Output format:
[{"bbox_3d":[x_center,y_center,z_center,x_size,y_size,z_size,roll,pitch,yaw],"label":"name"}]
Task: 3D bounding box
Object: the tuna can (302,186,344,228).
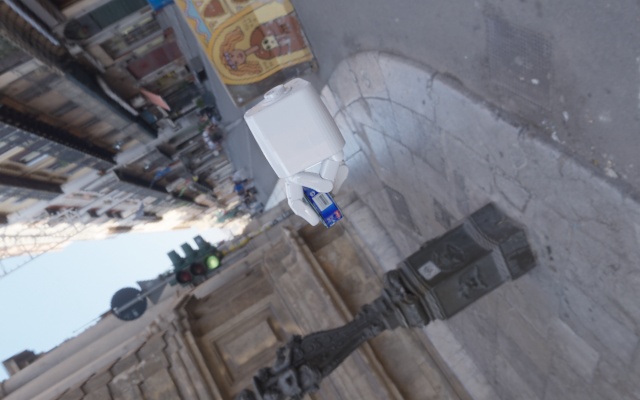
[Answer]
[{"bbox_3d":[0.000,0.003,0.783,0.034,0.086,0.086,-36,3,-4],"label":"tuna can"}]
